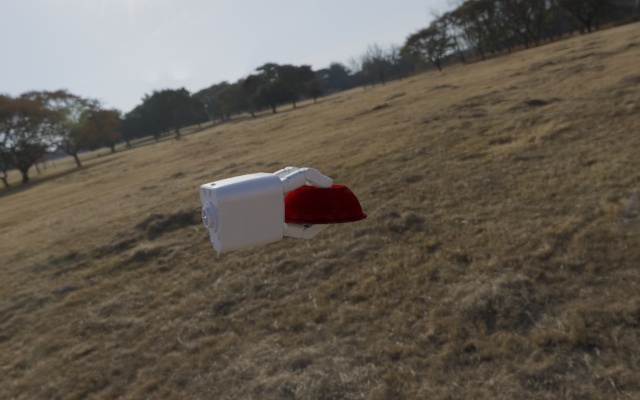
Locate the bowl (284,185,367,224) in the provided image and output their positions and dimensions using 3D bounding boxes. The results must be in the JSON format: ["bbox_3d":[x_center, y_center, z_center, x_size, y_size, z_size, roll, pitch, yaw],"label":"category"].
[{"bbox_3d":[0.001,0.002,0.830,0.162,0.055,0.162,0,6,0],"label":"bowl"}]
